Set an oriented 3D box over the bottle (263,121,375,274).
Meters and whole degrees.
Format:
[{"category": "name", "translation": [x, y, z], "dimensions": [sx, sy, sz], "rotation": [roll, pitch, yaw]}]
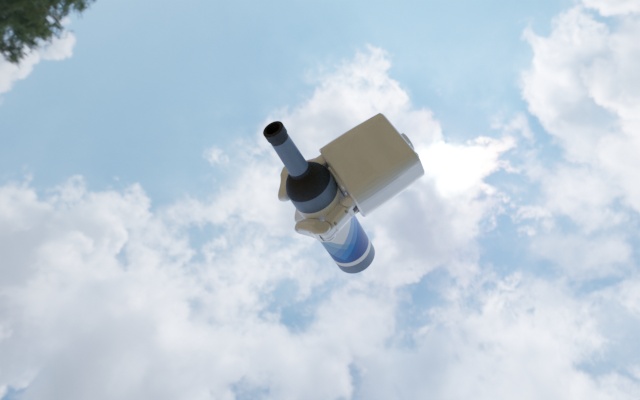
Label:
[{"category": "bottle", "translation": [0.000, 0.002, 0.673], "dimensions": [0.069, 0.069, 0.296], "rotation": [0, -37, 29]}]
